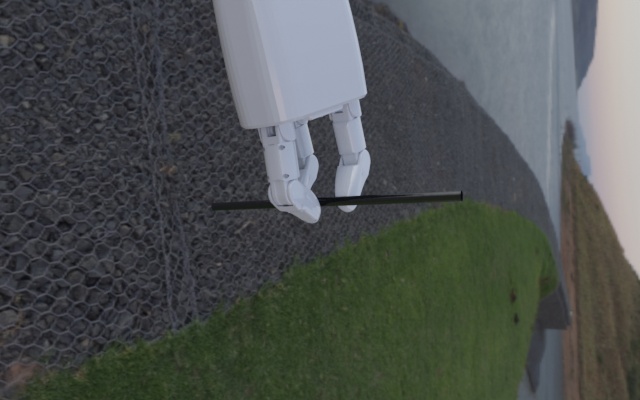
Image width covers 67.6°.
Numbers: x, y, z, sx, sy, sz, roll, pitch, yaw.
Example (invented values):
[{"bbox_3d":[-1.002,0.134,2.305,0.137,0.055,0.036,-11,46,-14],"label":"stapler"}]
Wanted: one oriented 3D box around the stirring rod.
[{"bbox_3d":[0.000,0.001,0.414,0.239,0.011,0.011,-3,-1,29],"label":"stirring rod"}]
